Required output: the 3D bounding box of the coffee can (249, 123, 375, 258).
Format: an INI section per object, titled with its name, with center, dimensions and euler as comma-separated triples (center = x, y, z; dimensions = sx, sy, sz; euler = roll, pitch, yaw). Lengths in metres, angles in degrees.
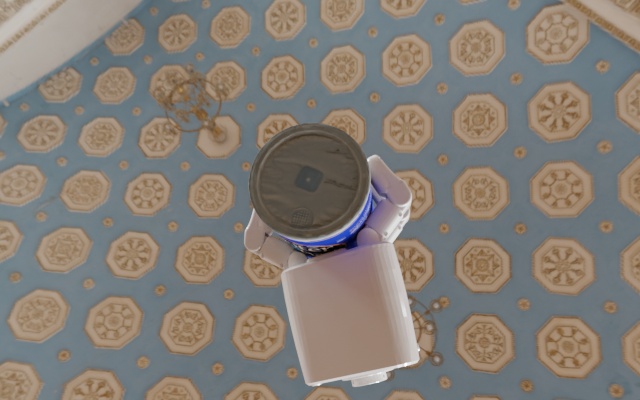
[coffee can]
center = 0.000, 0.001, 0.460
dimensions = 0.103, 0.102, 0.140
euler = 0, -16, 9
